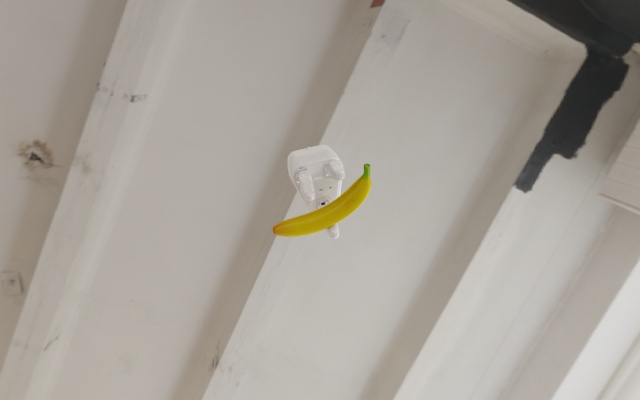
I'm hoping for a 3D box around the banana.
[{"bbox_3d":[0.013,0.013,0.811,0.198,0.070,0.037,-36,30,7],"label":"banana"}]
